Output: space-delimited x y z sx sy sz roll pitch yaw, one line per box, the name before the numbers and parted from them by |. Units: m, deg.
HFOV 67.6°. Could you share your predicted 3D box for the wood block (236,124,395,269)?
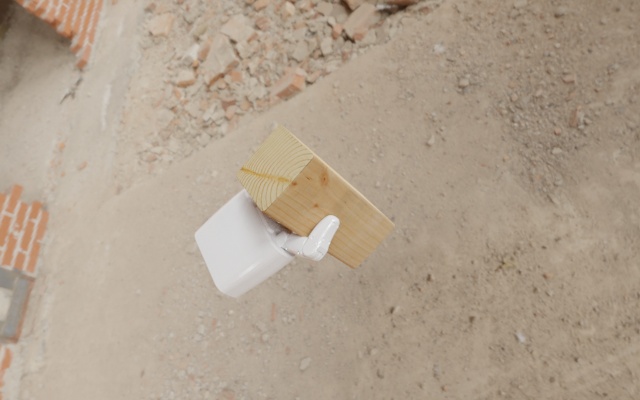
wood block | 0.000 0.003 0.642 0.206 0.090 0.090 37 8 -46
